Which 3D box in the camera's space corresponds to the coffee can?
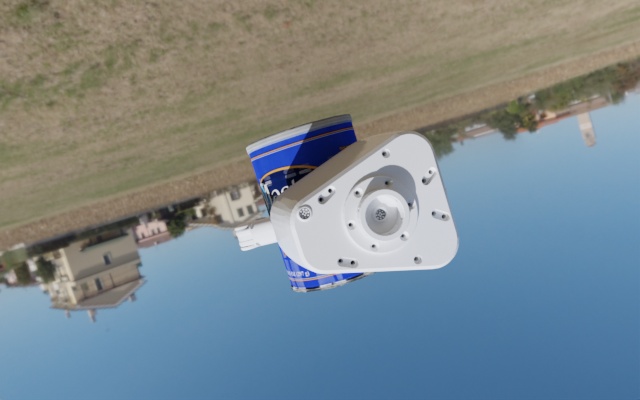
[{"bbox_3d":[0.000,0.001,0.452,0.103,0.140,0.103,-17,4,1],"label":"coffee can"}]
